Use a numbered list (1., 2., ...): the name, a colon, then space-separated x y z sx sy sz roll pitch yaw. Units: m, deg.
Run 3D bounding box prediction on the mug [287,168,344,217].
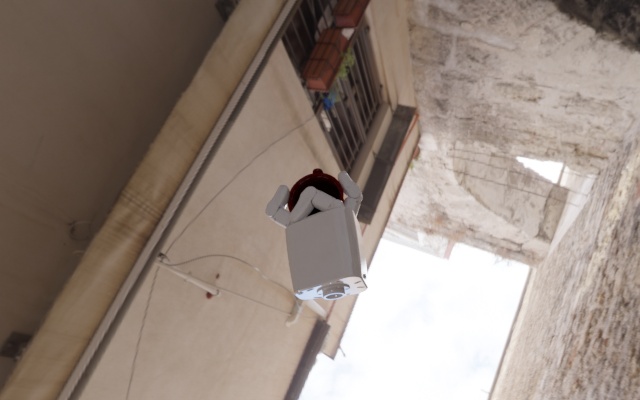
1. mug: 0.000 0.001 0.803 0.093 0.117 0.081 -11 -28 10
